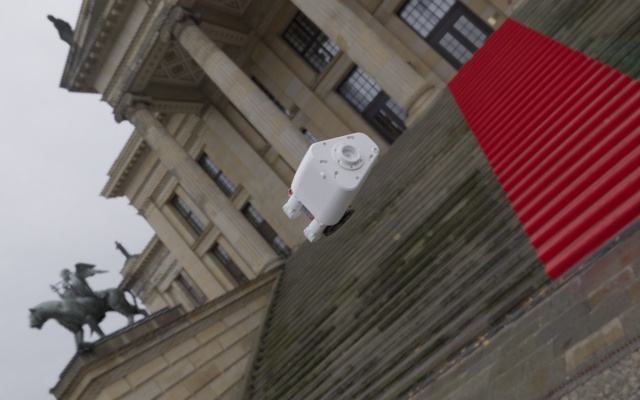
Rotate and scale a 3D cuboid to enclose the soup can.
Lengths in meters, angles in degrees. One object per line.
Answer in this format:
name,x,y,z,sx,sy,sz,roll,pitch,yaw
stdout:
soup can,0.000,0.003,0.827,0.068,0.102,0.068,-40,-12,-11
